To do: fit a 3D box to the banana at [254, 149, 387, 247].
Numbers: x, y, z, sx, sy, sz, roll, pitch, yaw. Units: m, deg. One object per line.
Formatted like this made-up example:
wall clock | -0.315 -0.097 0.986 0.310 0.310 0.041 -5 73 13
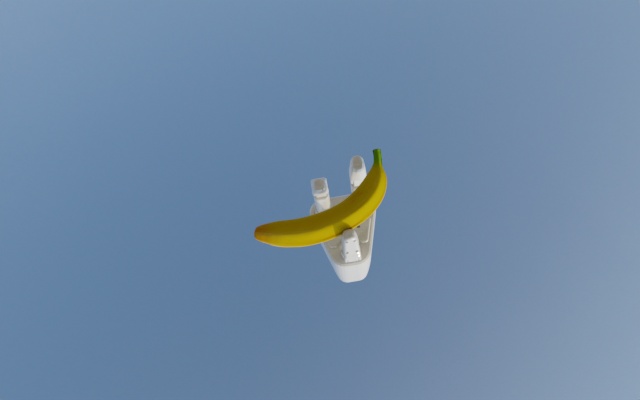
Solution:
banana | 0.013 0.014 0.609 0.198 0.069 0.037 -33 -20 -8
